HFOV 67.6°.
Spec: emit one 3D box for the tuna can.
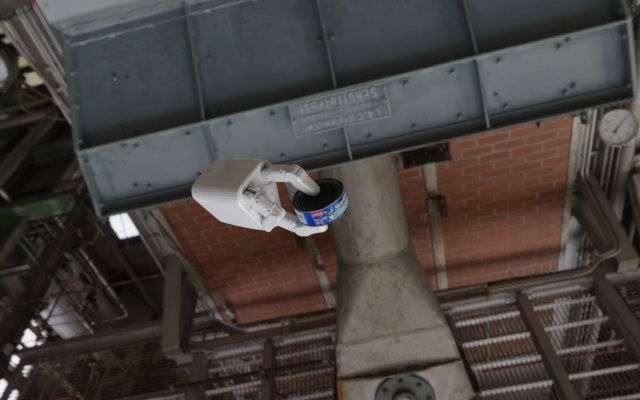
[{"bbox_3d":[0.000,0.003,0.753,0.086,0.034,0.086,-15,34,10],"label":"tuna can"}]
